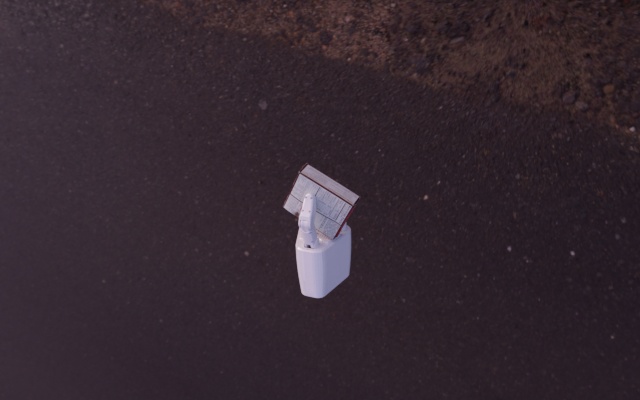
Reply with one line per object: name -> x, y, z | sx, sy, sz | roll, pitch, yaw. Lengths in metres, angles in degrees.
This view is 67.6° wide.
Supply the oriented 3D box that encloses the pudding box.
pudding box -> 0.000, 0.003, 0.832 | 0.113, 0.090, 0.039 | 32, 37, 4
